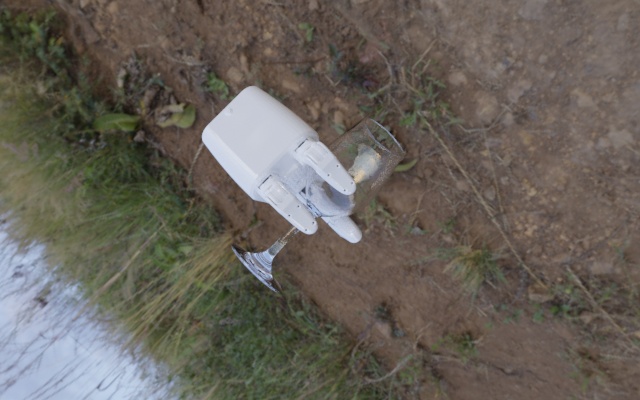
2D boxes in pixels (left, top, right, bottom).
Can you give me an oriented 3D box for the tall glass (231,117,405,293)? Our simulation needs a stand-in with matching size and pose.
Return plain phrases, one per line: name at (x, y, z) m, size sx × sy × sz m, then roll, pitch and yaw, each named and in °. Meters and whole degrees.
tall glass at (0.000, 0.002, 0.518) m, size 0.079 × 0.201 × 0.079 m, roll 45°, pitch -2°, yaw 2°
